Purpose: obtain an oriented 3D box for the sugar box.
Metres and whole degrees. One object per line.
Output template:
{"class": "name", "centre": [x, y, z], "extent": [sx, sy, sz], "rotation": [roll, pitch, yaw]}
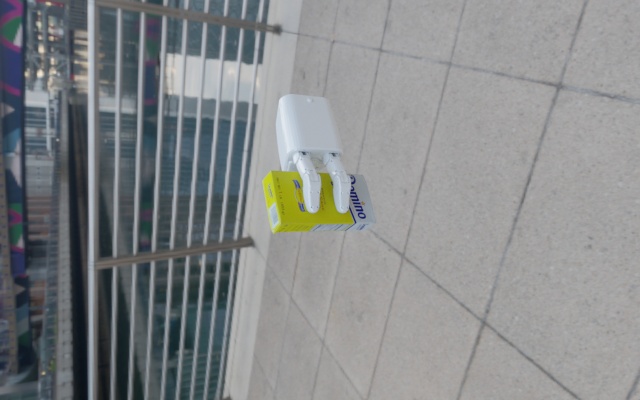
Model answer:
{"class": "sugar box", "centre": [0.000, 0.002, 0.775], "extent": [0.176, 0.093, 0.048], "rotation": [-1, -23, -28]}
